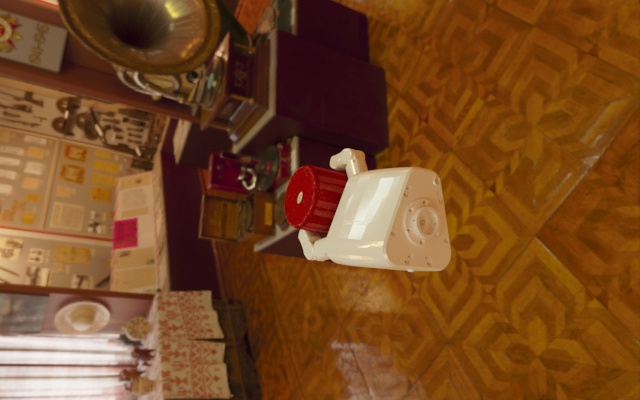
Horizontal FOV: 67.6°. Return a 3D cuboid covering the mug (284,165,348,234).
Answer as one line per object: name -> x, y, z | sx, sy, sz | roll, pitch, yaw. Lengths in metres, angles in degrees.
mug -> -0.001, 0.002, 0.627 | 0.081, 0.093, 0.117 | 11, -10, -30
